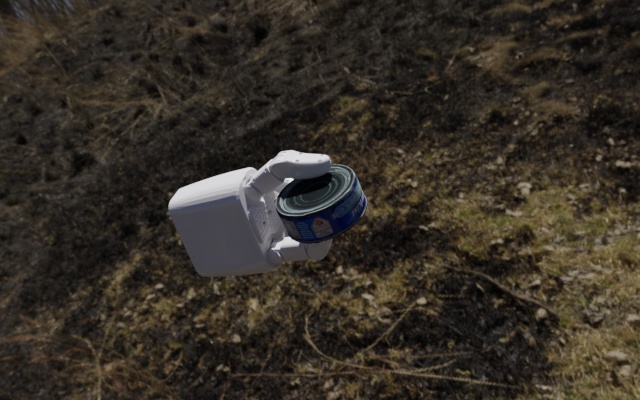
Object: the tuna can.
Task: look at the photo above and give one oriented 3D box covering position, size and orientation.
[{"bbox_3d":[0.000,0.001,0.466,0.086,0.034,0.086,-18,30,11],"label":"tuna can"}]
